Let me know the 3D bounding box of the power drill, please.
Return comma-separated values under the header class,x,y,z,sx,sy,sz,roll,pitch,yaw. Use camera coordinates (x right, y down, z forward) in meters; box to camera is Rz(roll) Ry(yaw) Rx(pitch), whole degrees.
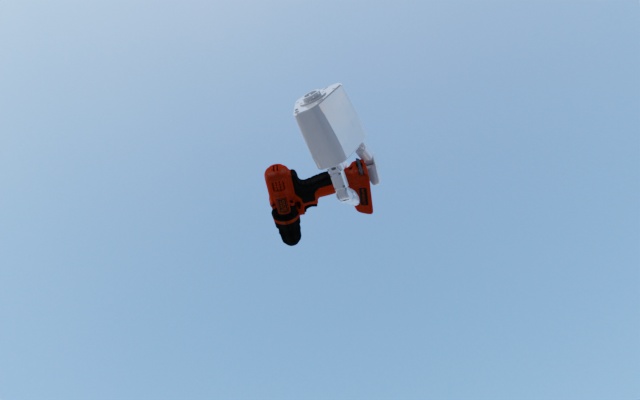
class,x,y,z,sx,sy,sz,roll,pitch,yaw
power drill,0.001,0.003,0.882,0.187,0.185,0.057,-11,41,-1
